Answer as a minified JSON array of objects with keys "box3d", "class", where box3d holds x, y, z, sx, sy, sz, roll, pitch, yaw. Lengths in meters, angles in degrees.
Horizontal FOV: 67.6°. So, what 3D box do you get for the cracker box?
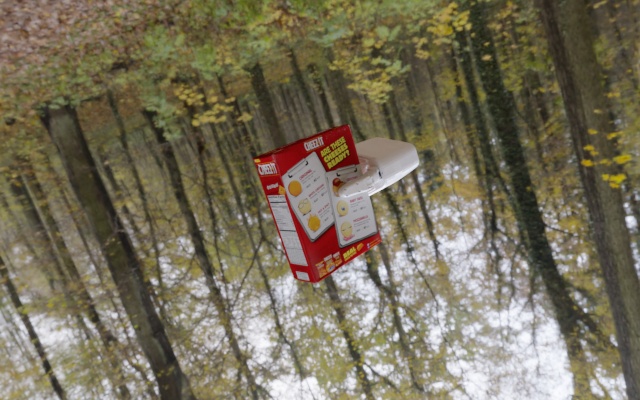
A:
[{"box3d":[0.000,0.003,0.785,0.164,0.214,0.072,-27,15,-37],"class":"cracker box"}]
